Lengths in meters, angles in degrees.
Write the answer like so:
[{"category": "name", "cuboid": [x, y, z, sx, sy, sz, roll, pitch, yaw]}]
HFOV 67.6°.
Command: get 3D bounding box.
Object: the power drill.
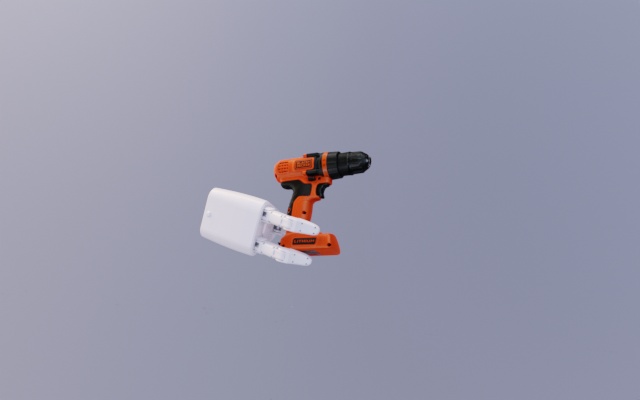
[{"category": "power drill", "cuboid": [0.000, 0.003, 0.848, 0.184, 0.187, 0.057, -6, -23, 23]}]
